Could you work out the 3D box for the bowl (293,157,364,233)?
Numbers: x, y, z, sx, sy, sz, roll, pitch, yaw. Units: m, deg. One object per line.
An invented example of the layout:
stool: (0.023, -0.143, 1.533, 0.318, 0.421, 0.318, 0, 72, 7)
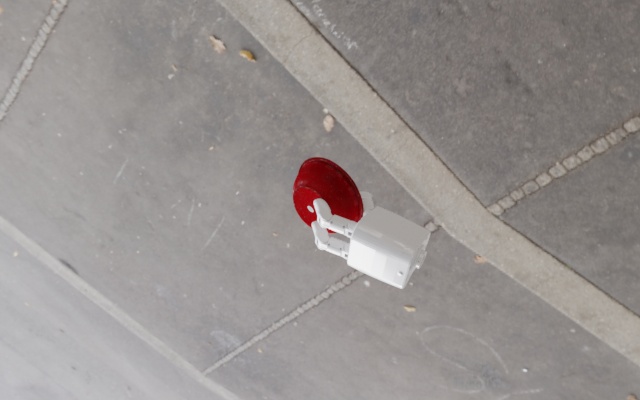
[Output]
bowl: (-0.001, 0.003, 0.889, 0.162, 0.162, 0.055, 0, 27, 47)
